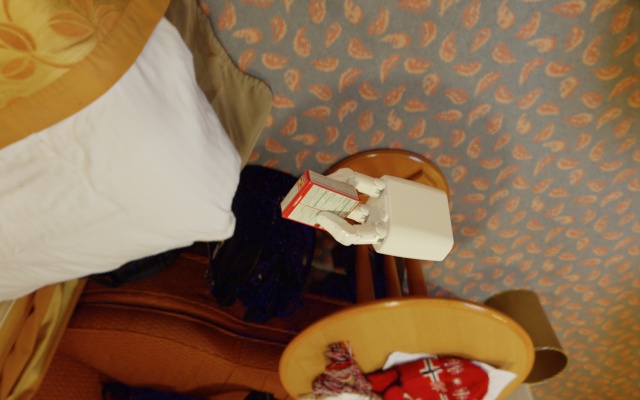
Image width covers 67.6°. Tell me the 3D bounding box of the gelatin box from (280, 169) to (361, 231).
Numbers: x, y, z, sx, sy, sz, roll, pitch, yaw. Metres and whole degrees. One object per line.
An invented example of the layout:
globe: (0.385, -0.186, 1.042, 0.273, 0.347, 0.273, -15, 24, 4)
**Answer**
gelatin box: (0.000, 0.002, 0.667, 0.089, 0.030, 0.073, 19, -51, -29)
